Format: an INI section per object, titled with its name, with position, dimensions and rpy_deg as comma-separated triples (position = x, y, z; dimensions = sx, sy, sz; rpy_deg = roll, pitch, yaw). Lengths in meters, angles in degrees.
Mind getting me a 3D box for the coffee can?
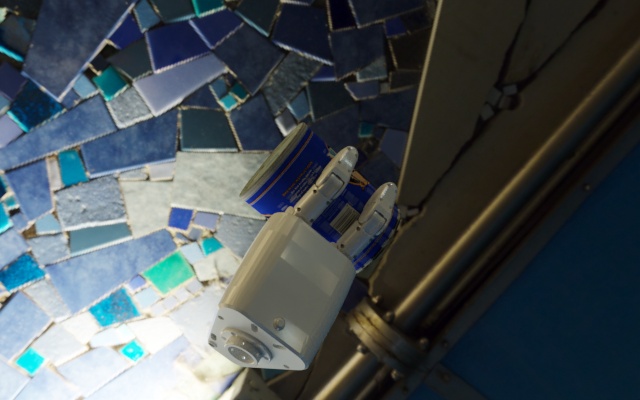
[coffee can]
position = 0.000, 0.001, 0.509
dimensions = 0.140, 0.103, 0.103
rpy_deg = 41, -10, -12
